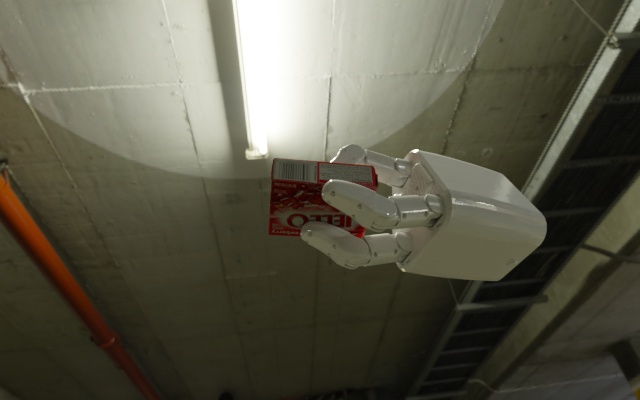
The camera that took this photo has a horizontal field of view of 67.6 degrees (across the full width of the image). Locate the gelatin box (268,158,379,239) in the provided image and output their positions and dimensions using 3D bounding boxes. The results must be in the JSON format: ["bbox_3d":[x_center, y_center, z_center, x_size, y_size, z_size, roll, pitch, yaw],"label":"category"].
[{"bbox_3d":[0.000,0.001,0.419,0.089,0.030,0.073,4,-42,-5],"label":"gelatin box"}]
